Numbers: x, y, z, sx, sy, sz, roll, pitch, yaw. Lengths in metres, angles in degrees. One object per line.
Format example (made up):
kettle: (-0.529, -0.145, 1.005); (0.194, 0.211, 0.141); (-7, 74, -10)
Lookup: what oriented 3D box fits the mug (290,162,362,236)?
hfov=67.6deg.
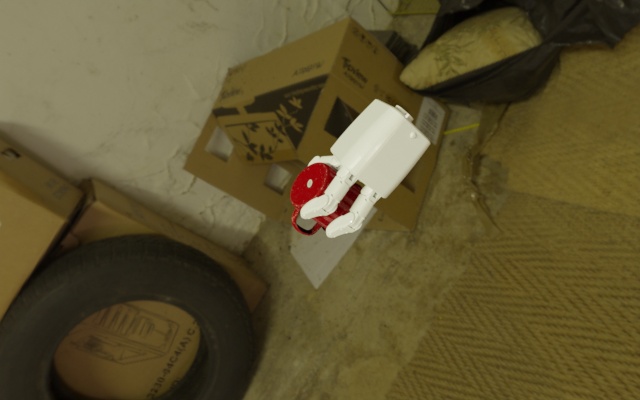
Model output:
mug: (-0.001, 0.003, 0.747); (0.081, 0.117, 0.093); (35, 9, -34)
